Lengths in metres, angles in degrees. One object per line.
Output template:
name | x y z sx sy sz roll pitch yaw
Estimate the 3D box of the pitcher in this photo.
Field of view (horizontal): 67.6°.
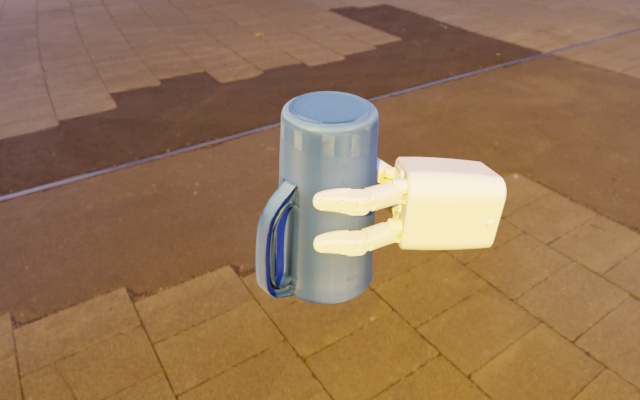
pitcher | 0.000 0.002 0.580 0.145 0.243 0.149 3 33 2
